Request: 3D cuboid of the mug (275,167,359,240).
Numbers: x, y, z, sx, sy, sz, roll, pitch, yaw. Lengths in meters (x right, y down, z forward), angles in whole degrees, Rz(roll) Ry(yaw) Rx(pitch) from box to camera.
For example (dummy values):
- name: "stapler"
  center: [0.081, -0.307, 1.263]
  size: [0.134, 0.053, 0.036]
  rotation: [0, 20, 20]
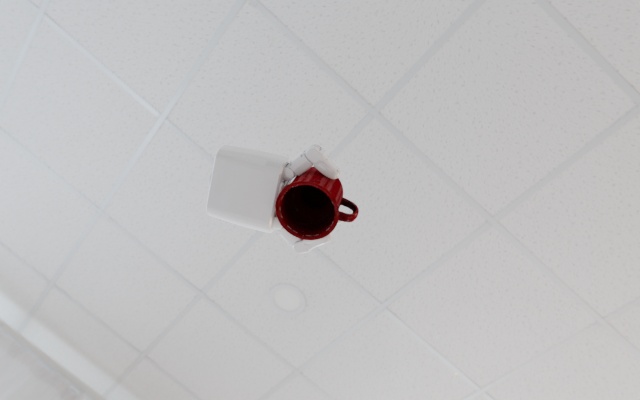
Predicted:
- name: "mug"
  center: [0.002, 0.003, 0.709]
  size: [0.117, 0.093, 0.081]
  rotation: [14, 27, 6]
